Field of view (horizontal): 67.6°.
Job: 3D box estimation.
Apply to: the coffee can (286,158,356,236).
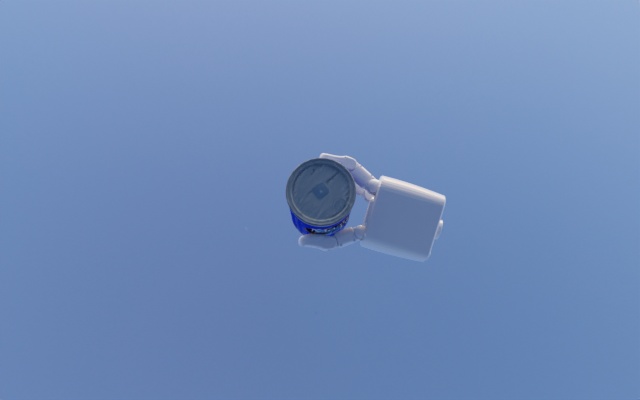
[{"bbox_3d":[0.000,0.002,0.757,0.103,0.102,0.140,0,-13,-1],"label":"coffee can"}]
